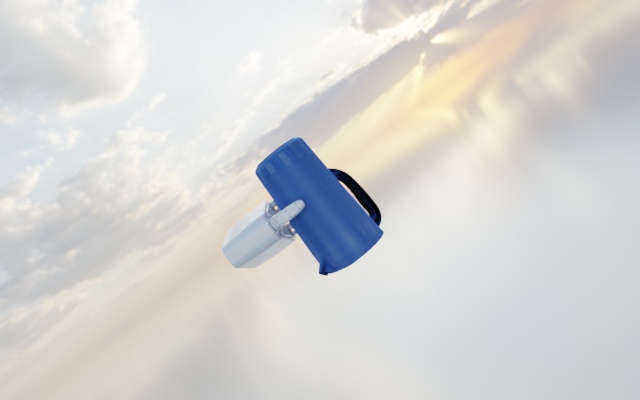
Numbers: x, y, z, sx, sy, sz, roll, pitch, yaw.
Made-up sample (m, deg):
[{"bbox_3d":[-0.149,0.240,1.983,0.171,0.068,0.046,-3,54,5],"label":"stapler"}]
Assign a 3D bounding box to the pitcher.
[{"bbox_3d":[0.000,0.003,0.879,0.145,0.243,0.149,-37,2,11],"label":"pitcher"}]
